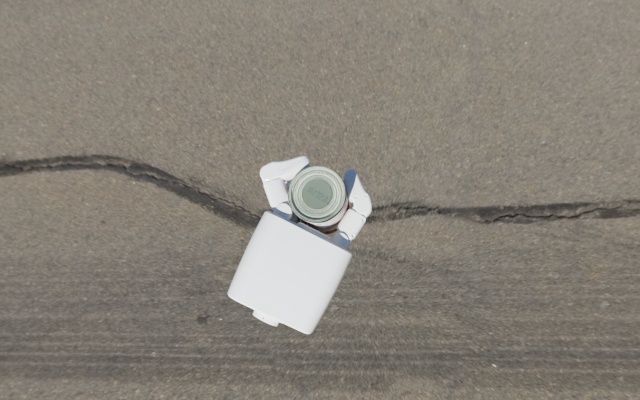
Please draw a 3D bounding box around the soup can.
[{"bbox_3d":[0.000,0.001,0.582,0.068,0.068,0.102,0,-11,5],"label":"soup can"}]
